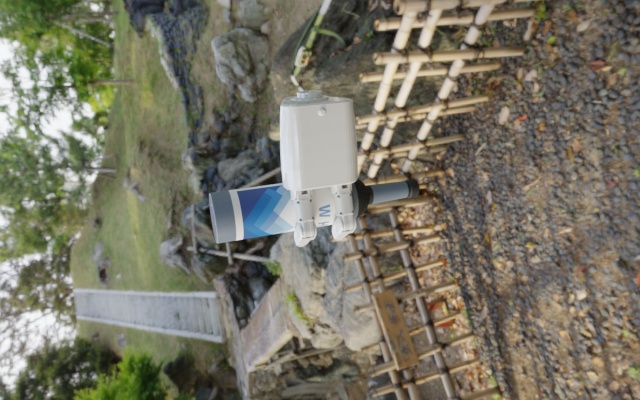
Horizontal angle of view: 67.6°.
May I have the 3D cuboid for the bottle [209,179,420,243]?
[{"bbox_3d":[0.000,0.002,0.660,0.295,0.069,0.069,-9,2,-17],"label":"bottle"}]
